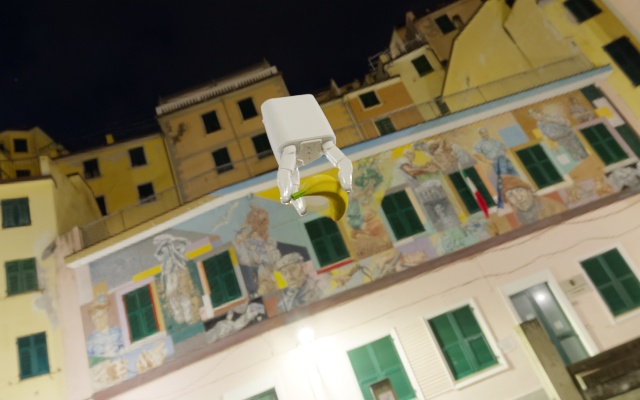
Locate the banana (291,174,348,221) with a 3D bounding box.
[{"bbox_3d":[0.014,-0.008,0.863,0.069,0.037,0.198,-32,-25,14],"label":"banana"}]
